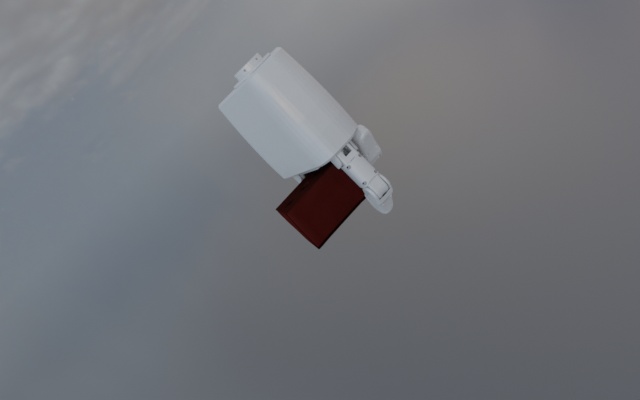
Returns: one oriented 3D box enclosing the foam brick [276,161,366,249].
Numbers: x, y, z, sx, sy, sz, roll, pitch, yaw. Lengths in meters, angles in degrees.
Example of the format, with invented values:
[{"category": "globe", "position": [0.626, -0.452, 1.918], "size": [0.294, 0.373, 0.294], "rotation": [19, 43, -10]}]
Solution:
[{"category": "foam brick", "position": [0.000, 0.002, 0.500], "size": [0.051, 0.078, 0.053], "rotation": [45, -8, -17]}]
